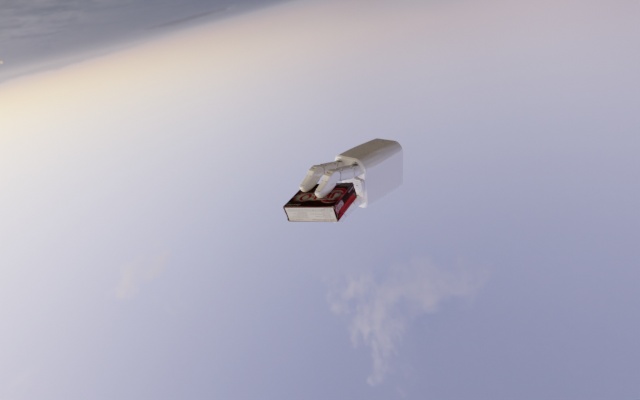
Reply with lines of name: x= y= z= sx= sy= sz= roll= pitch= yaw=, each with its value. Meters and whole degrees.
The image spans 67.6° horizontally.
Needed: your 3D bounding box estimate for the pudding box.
pudding box: x=0.000 y=0.003 z=0.900 sx=0.113 sy=0.039 sz=0.090 roll=-3 pitch=28 yaw=32
